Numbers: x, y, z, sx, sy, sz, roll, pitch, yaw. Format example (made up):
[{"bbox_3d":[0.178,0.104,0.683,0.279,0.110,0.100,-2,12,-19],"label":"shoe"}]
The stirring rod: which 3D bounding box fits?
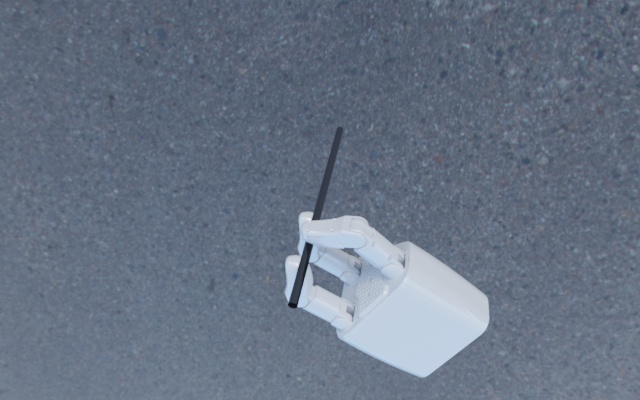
[{"bbox_3d":[0.000,0.001,0.469,0.011,0.011,0.239,0,44,15],"label":"stirring rod"}]
